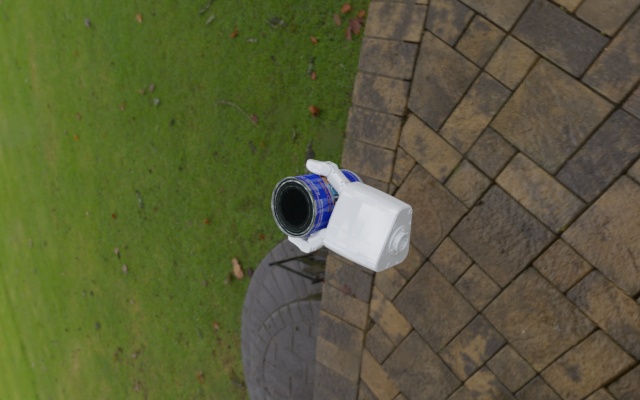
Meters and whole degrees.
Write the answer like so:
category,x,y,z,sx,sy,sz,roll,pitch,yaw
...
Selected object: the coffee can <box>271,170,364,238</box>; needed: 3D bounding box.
category,x,y,z,sx,sy,sz,roll,pitch,yaw
coffee can,0.000,0.003,0.833,0.103,0.103,0.140,0,8,42
